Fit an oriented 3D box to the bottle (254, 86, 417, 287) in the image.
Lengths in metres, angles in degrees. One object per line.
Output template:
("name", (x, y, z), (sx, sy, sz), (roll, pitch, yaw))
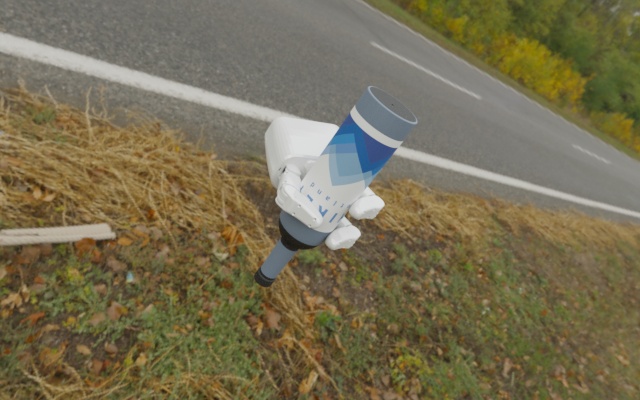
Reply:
("bottle", (0.000, 0.002, 0.581), (0.069, 0.296, 0.069), (28, 28, -16))
